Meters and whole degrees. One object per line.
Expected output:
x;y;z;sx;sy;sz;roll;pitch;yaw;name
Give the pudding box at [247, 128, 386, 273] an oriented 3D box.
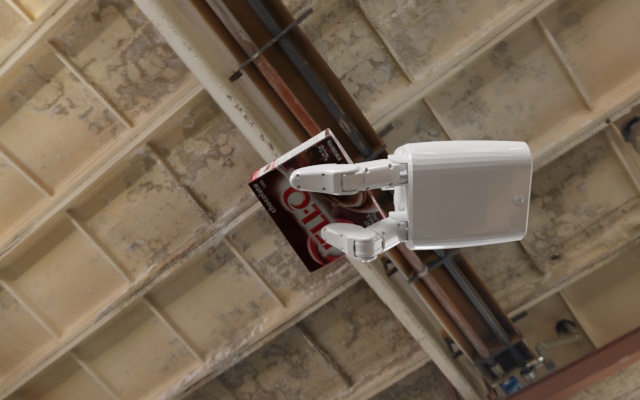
0.000;0.001;0.454;0.090;0.113;0.039;-30;16;12;pudding box
